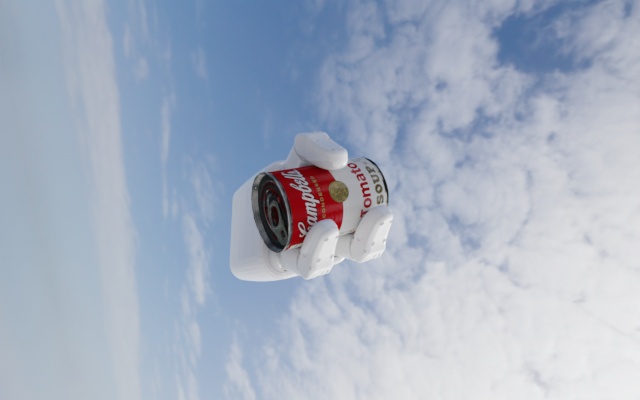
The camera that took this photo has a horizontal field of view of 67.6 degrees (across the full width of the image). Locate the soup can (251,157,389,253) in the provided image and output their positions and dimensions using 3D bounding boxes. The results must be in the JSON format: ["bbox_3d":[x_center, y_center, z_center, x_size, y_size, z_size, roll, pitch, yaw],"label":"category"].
[{"bbox_3d":[0.001,0.001,0.418,0.102,0.068,0.068,-12,6,-30],"label":"soup can"}]
